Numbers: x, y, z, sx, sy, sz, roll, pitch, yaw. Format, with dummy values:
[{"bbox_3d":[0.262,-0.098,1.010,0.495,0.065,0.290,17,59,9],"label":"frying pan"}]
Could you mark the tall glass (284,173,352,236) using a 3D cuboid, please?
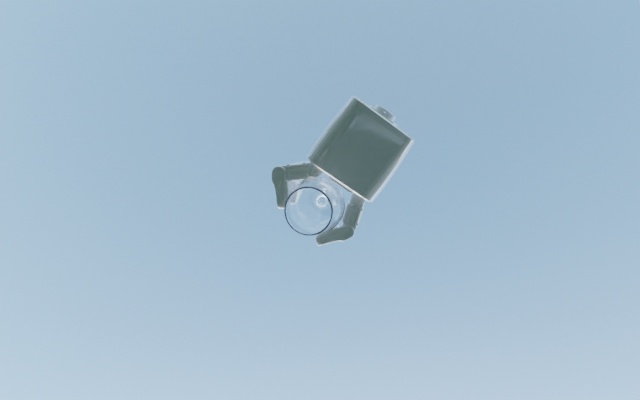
[{"bbox_3d":[0.000,0.002,0.689,0.079,0.079,0.201,0,7,9],"label":"tall glass"}]
